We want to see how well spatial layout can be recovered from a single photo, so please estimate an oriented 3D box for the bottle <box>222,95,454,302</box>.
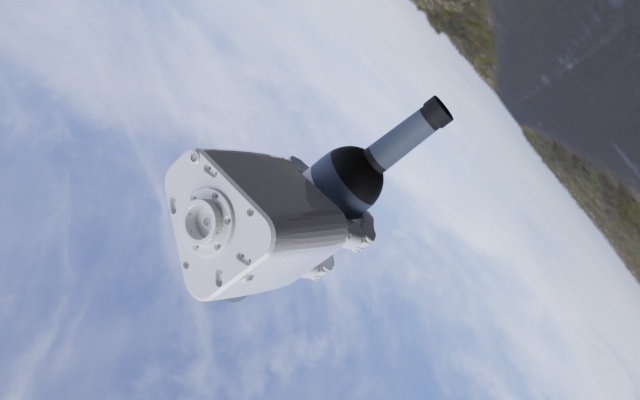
[{"bbox_3d":[0.000,0.002,0.471,0.296,0.069,0.069,-38,-17,24],"label":"bottle"}]
